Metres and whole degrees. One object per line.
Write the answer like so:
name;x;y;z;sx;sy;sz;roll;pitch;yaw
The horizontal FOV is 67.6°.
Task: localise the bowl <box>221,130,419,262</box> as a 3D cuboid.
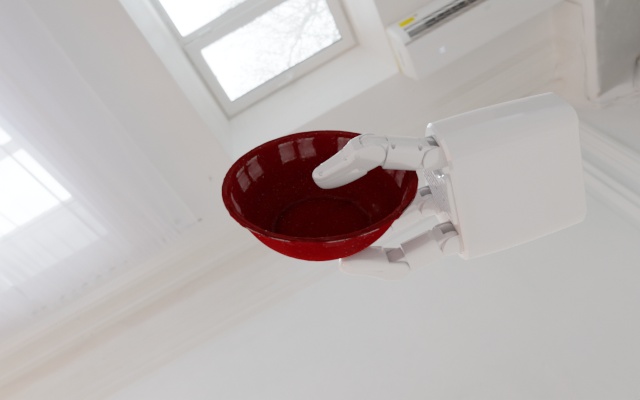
bowl;-0.001;0.002;0.410;0.162;0.055;0.162;-2;37;2
